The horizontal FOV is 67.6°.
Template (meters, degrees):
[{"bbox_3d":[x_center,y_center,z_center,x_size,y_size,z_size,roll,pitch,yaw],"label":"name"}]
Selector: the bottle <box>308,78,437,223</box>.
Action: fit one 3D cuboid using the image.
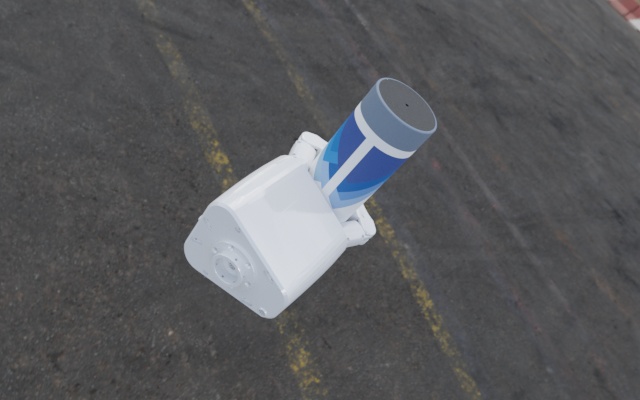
[{"bbox_3d":[0.000,0.001,0.508,0.069,0.069,0.296,0,-35,-39],"label":"bottle"}]
